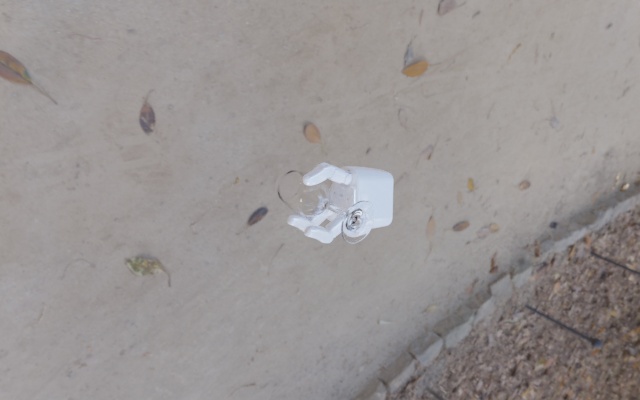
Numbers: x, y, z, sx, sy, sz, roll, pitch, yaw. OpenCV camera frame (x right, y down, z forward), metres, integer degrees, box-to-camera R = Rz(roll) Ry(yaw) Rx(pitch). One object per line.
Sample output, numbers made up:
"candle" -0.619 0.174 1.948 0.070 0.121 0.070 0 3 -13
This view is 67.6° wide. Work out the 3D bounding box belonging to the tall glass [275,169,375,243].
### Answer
"tall glass" 0.000 0.003 0.840 0.079 0.079 0.201 0 19 -42
